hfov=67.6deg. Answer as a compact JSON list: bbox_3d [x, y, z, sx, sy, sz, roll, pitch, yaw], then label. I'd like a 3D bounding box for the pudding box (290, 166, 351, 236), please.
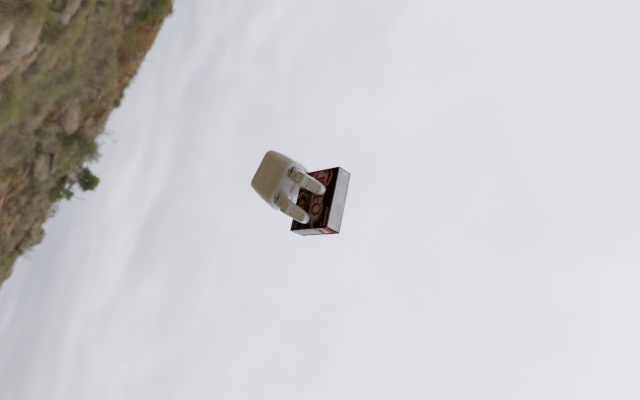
[{"bbox_3d":[0.000,0.003,0.820,0.039,0.113,0.090,25,-23,-39],"label":"pudding box"}]
